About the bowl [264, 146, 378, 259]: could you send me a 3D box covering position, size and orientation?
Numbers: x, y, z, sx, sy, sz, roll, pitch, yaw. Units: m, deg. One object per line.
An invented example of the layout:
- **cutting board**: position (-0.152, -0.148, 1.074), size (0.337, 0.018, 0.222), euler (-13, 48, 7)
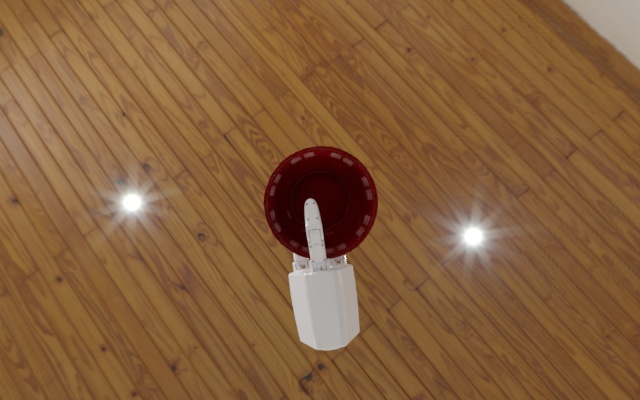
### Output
- **bowl**: position (0.000, 0.001, 0.698), size (0.162, 0.162, 0.055), euler (0, 4, -1)
